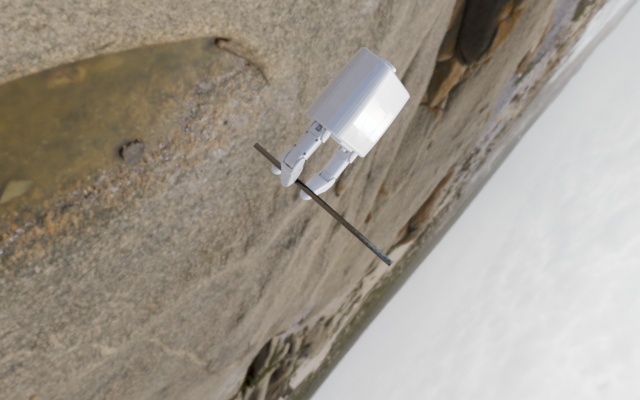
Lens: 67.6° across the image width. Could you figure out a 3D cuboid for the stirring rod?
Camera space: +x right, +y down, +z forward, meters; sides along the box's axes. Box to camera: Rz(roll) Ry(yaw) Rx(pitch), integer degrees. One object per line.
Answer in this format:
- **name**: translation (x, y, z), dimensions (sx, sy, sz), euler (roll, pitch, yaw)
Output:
- **stirring rod**: translation (0.000, 0.002, 0.622), dimensions (0.239, 0.011, 0.011), euler (41, 11, 12)
